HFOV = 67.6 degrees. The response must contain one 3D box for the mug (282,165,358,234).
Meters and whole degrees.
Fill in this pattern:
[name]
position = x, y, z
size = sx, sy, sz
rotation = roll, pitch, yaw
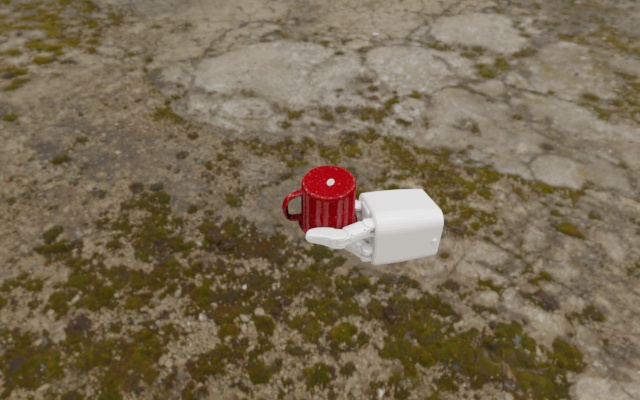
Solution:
[mug]
position = -0.001, 0.002, 0.720
size = 0.117, 0.082, 0.093
rotation = -6, 42, -7
